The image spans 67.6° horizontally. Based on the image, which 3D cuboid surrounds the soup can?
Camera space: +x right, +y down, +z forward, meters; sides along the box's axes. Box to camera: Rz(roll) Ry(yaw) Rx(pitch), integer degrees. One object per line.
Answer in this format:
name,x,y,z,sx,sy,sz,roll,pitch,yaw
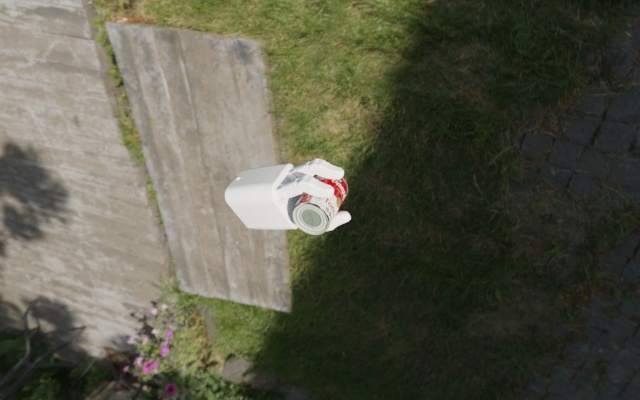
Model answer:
soup can,0.001,0.003,0.825,0.068,0.068,0.102,0,35,25
